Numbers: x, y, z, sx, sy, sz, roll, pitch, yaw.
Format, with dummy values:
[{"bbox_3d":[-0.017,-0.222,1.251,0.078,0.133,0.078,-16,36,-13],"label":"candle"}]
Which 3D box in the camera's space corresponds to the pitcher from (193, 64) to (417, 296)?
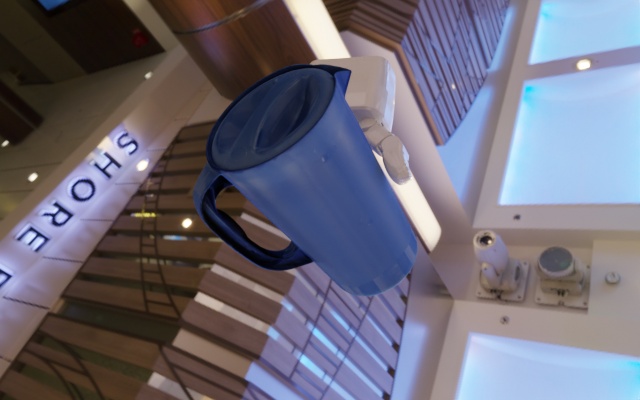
[{"bbox_3d":[0.000,0.001,0.483,0.149,0.145,0.243,-13,-45,27],"label":"pitcher"}]
